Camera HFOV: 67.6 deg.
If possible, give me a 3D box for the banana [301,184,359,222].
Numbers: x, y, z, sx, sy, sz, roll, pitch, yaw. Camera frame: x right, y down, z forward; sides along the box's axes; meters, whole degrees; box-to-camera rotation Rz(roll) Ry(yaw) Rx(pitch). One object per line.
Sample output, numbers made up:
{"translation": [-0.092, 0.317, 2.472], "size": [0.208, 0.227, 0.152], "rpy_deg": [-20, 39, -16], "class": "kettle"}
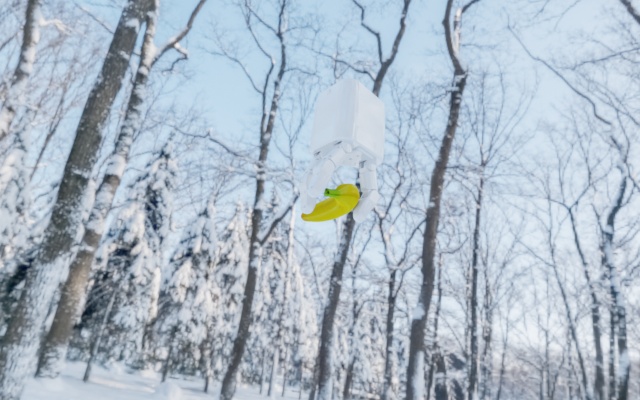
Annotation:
{"translation": [0.019, 0.004, 0.765], "size": [0.069, 0.037, 0.198], "rpy_deg": [7, -16, -11], "class": "banana"}
